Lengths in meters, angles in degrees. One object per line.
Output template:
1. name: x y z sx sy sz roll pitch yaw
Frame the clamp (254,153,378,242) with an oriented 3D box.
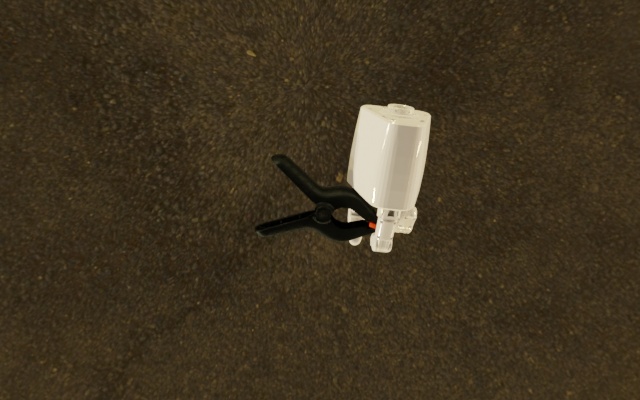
1. clamp: 0.000 0.002 0.635 0.171 0.120 0.039 5 29 -3
